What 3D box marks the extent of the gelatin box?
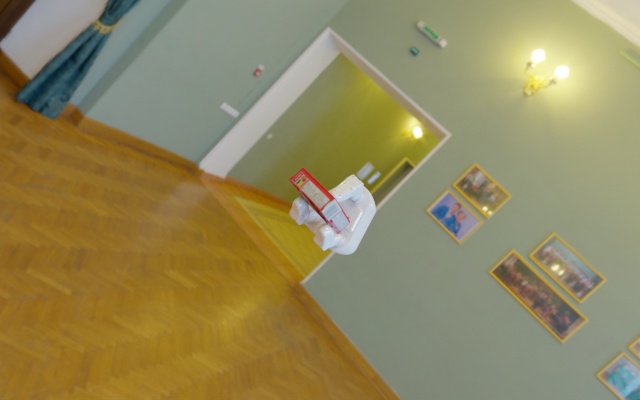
[{"bbox_3d":[0.000,0.002,0.680,0.073,0.030,0.089,46,-5,30],"label":"gelatin box"}]
